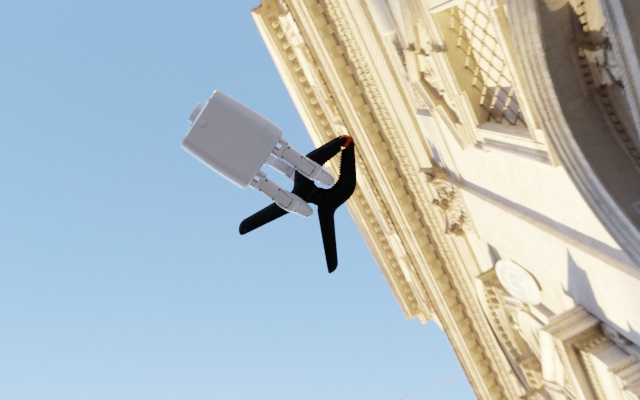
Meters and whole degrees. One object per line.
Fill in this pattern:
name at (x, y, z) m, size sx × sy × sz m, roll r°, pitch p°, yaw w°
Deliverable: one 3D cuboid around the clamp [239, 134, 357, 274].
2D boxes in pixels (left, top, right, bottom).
clamp at (0.000, 0.002, 0.715) m, size 0.164 × 0.210 × 0.036 m, roll 33°, pitch 8°, yaw -18°
